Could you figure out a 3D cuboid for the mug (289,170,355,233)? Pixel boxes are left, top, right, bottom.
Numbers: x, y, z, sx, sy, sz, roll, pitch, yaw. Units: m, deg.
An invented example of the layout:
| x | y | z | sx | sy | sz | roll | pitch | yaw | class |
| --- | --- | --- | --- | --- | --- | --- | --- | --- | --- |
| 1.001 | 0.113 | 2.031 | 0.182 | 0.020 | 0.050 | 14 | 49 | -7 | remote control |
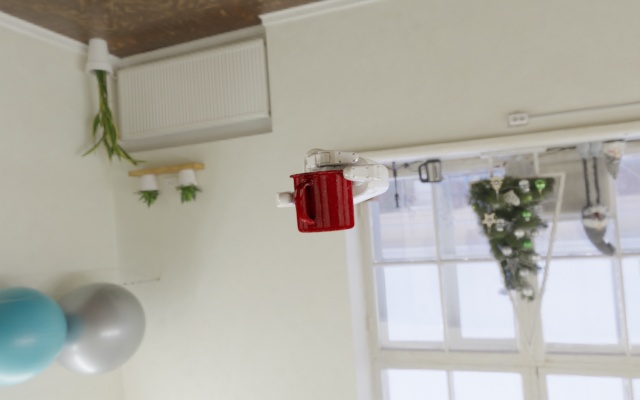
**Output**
| x | y | z | sx | sy | sz | roll | pitch | yaw | class |
| --- | --- | --- | --- | --- | --- | --- | --- | --- | --- |
| 0.000 | 0.002 | 0.660 | 0.093 | 0.081 | 0.117 | -5 | -1 | 26 | mug |
